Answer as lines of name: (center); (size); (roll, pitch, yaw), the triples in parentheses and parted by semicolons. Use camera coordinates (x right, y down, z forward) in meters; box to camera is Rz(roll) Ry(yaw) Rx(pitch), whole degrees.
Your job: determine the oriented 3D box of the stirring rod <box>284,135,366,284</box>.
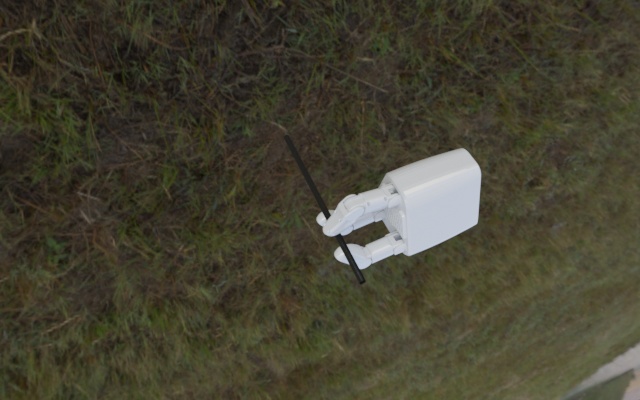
stirring rod: (0.000, 0.002, 0.601); (0.011, 0.239, 0.011); (-19, -33, -13)
